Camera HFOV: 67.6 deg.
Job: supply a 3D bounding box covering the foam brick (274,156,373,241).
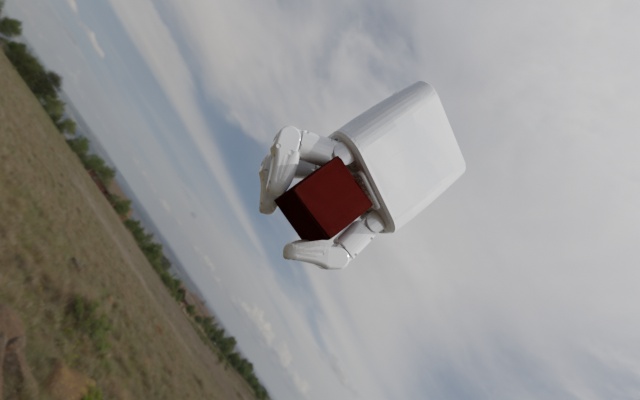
[{"bbox_3d":[0.000,0.001,0.424,0.051,0.053,0.078,-36,5,-17],"label":"foam brick"}]
